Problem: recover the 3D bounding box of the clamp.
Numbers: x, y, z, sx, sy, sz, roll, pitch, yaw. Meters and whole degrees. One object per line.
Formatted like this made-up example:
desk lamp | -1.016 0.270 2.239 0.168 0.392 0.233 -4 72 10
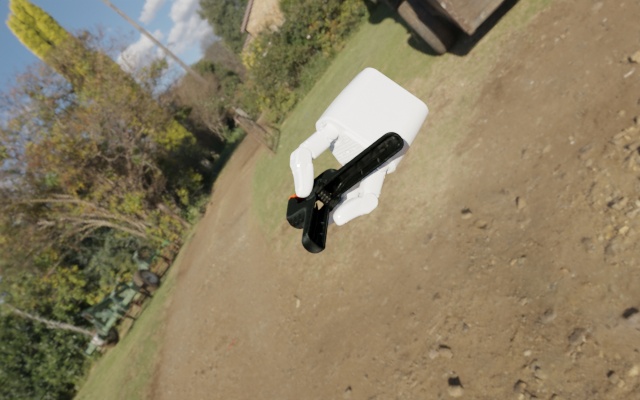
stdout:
clamp | -0.001 0.001 0.582 0.036 0.164 0.210 44 -24 -13
